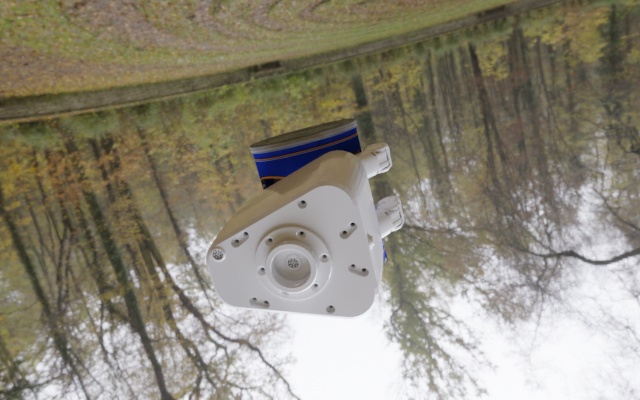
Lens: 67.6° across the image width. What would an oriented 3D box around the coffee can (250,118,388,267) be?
[{"bbox_3d":[0.000,0.001,0.463,0.103,0.140,0.102,-14,12,3],"label":"coffee can"}]
